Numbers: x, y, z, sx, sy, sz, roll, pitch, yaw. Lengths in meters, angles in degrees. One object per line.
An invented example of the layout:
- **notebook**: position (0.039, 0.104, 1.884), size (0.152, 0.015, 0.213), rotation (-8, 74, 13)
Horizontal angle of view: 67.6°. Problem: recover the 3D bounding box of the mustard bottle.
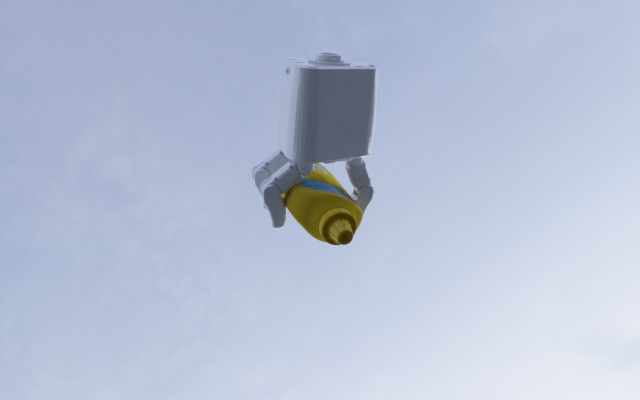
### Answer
- **mustard bottle**: position (0.000, 0.002, 0.583), size (0.096, 0.058, 0.191), rotation (22, 14, -25)
